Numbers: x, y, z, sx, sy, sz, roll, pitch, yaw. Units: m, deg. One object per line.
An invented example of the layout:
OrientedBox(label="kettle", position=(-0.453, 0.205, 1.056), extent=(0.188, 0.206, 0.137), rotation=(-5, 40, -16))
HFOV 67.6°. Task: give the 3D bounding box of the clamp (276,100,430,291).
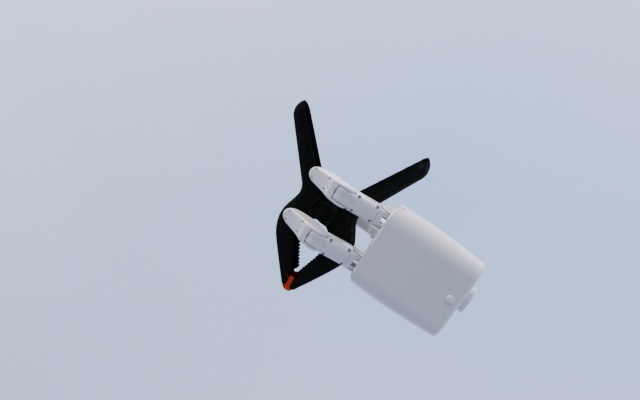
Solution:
OrientedBox(label="clamp", position=(0.000, 0.002, 0.541), extent=(0.164, 0.210, 0.036), rotation=(35, 12, 14))
